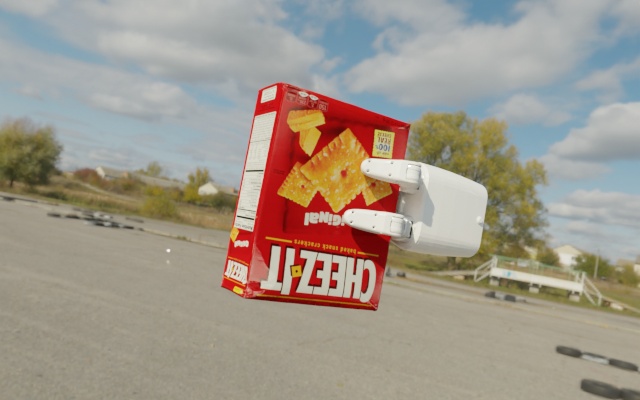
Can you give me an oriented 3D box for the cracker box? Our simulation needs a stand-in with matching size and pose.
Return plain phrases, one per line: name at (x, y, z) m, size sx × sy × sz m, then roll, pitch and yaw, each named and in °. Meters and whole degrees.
cracker box at (0.000, 0.001, 0.511) m, size 0.164 × 0.213 × 0.072 m, roll 12°, pitch -4°, yaw -30°
